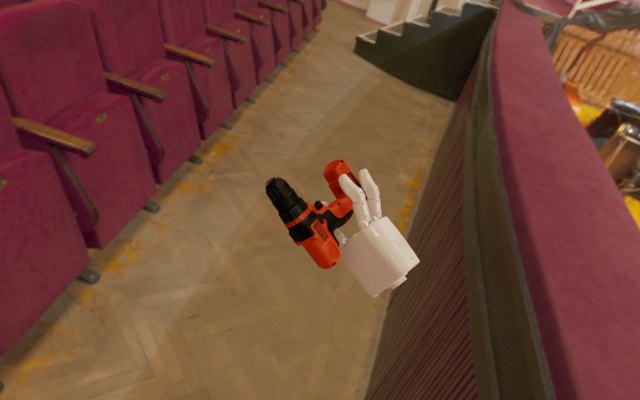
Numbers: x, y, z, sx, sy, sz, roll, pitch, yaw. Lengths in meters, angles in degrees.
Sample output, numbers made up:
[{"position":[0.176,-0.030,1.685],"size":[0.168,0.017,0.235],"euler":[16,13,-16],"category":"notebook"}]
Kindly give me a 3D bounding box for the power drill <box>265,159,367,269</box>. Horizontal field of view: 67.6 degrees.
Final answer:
[{"position":[0.001,0.003,0.854],"size":[0.057,0.184,0.187],"euler":[-21,19,43],"category":"power drill"}]
